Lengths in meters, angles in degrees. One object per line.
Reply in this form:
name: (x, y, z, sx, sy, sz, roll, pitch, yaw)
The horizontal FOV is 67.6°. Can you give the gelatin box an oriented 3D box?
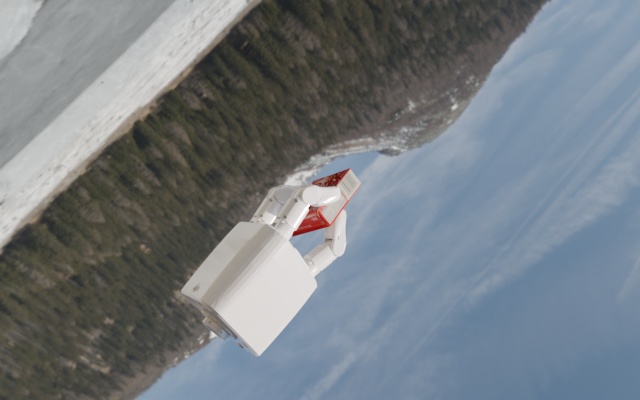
gelatin box: (0.001, 0.002, 0.607, 0.073, 0.030, 0.089, -17, 27, 47)
